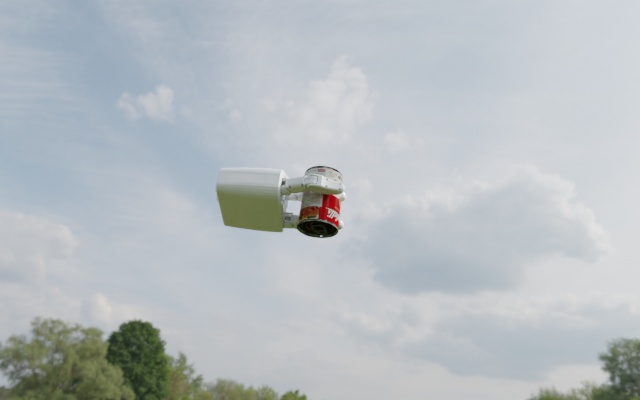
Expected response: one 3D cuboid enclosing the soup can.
[{"bbox_3d":[0.001,0.002,0.790,0.068,0.102,0.068,5,-27,3],"label":"soup can"}]
